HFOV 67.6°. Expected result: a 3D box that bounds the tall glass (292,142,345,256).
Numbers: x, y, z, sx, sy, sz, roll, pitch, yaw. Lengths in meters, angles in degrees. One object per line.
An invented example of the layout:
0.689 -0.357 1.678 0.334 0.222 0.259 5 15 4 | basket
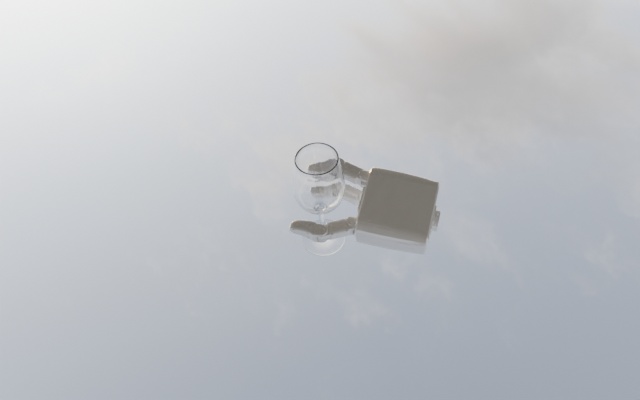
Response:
0.000 0.003 0.735 0.079 0.079 0.201 0 -37 4 | tall glass
